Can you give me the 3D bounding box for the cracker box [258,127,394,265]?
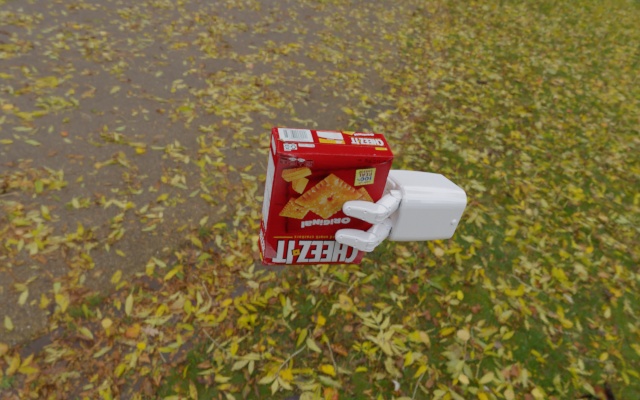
[{"bbox_3d":[0.000,0.002,0.711,0.164,0.214,0.072,1,38,-14],"label":"cracker box"}]
